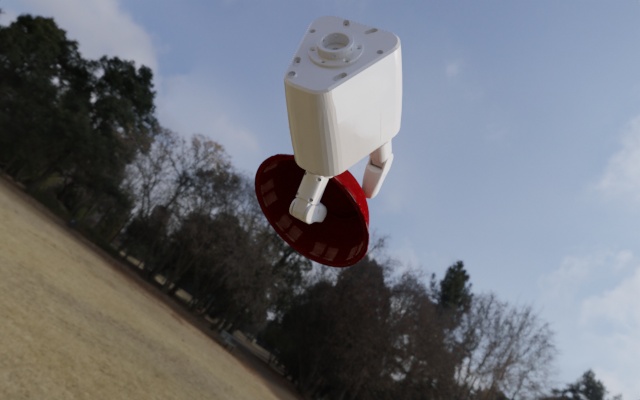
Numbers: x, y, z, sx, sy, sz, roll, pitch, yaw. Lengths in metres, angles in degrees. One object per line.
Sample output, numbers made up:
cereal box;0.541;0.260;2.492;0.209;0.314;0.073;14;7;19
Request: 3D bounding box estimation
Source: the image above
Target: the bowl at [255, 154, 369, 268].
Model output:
bowl;0.000;0.002;0.572;0.162;0.162;0.055;0;34;42
